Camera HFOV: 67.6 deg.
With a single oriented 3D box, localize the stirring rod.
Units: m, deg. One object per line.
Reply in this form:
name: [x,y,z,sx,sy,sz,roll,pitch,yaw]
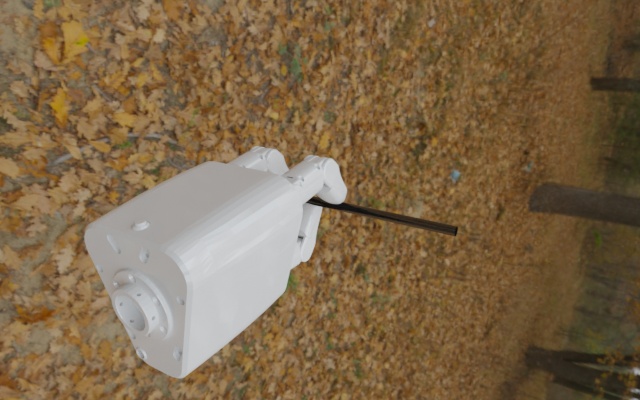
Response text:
stirring rod: [0.000,0.001,0.420,0.239,0.011,0.011,12,6,29]
